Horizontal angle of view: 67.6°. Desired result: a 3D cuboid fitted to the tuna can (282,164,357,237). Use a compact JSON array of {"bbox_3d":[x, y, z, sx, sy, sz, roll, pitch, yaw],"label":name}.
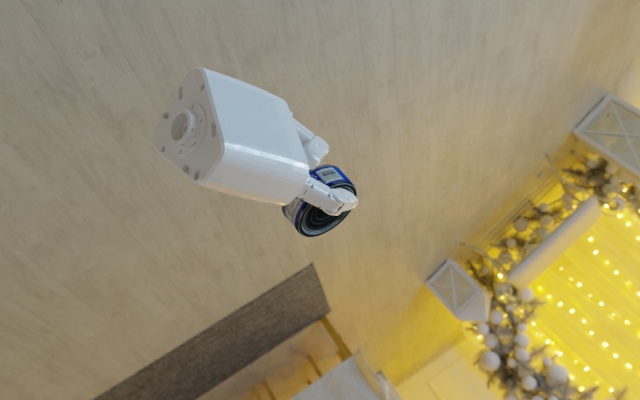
[{"bbox_3d":[0.000,0.002,0.556,0.086,0.086,0.033,0,40,-47],"label":"tuna can"}]
